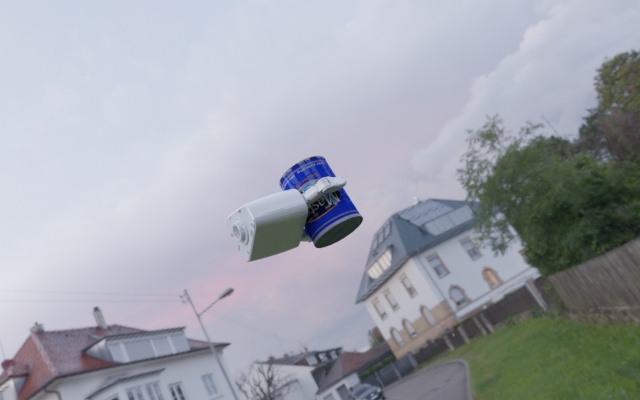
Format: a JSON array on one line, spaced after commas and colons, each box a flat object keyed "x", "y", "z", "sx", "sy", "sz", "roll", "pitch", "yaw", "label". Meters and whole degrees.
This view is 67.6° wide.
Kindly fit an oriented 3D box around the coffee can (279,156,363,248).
[{"x": 0.000, "y": 0.003, "z": 0.889, "sx": 0.103, "sy": 0.140, "sz": 0.103, "roll": -27, "pitch": -20, "yaw": -11, "label": "coffee can"}]
